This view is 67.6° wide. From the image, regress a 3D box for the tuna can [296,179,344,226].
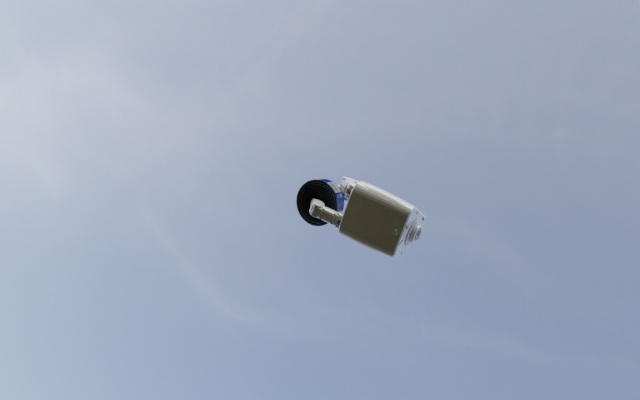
[{"bbox_3d":[0.000,0.003,0.883,0.086,0.086,0.034,0,6,29],"label":"tuna can"}]
